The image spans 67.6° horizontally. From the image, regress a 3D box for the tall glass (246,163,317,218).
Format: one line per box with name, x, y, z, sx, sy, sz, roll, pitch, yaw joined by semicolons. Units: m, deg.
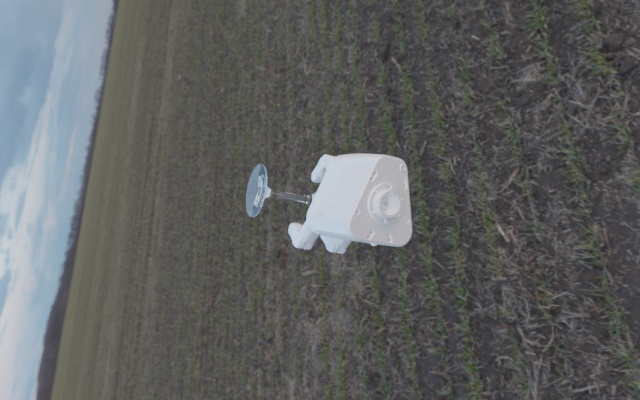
tall glass;-0.001;0.002;0.689;0.201;0.079;0.079;10;-5;-27
